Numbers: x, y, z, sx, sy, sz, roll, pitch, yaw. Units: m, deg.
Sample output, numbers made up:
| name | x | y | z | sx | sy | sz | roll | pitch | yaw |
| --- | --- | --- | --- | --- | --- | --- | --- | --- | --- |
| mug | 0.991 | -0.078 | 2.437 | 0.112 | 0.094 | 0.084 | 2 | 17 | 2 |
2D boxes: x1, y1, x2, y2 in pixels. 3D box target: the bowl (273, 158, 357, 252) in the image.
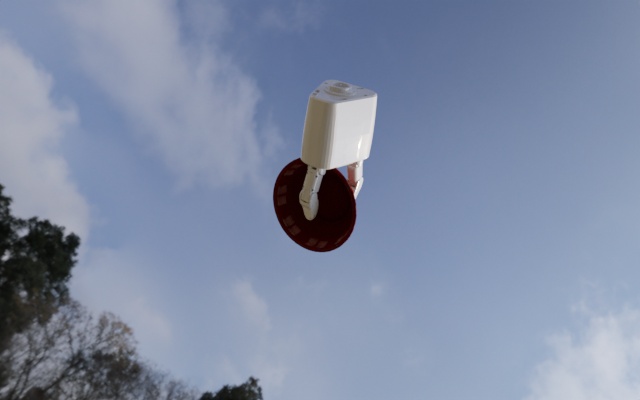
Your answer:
| name | x | y | z | sx | sy | sz | roll | pitch | yaw |
| --- | --- | --- | --- | --- | --- | --- | --- | --- | --- |
| bowl | 0.000 | 0.004 | 0.802 | 0.162 | 0.162 | 0.055 | 0 | 14 | 32 |
